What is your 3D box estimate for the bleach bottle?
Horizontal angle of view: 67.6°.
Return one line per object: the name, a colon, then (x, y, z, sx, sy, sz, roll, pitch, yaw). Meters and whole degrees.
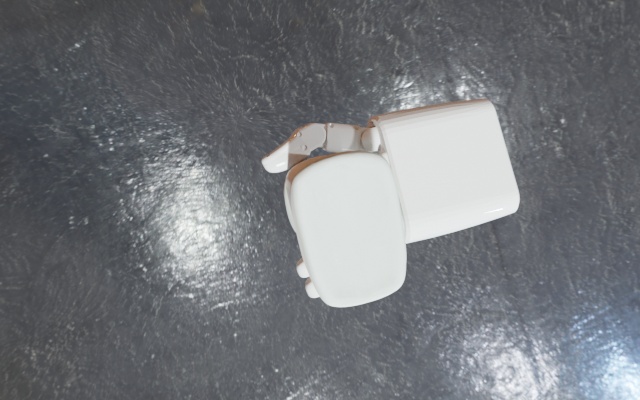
bleach bottle: (0.000, 0.001, 0.416, 0.068, 0.102, 0.251, -13, 11, -7)
